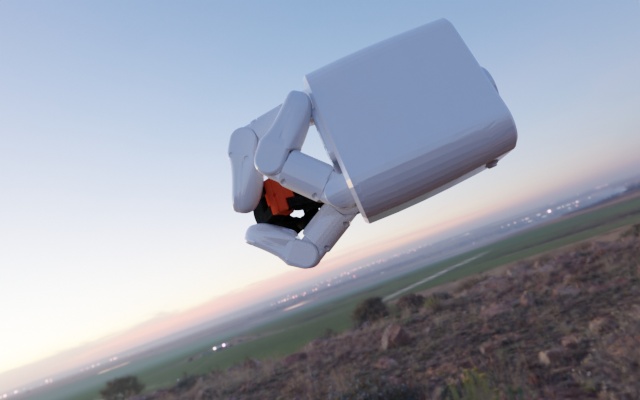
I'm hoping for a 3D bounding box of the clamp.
[{"bbox_3d":[0.000,0.001,0.418,0.120,0.039,0.171,-27,-9,3],"label":"clamp"}]
